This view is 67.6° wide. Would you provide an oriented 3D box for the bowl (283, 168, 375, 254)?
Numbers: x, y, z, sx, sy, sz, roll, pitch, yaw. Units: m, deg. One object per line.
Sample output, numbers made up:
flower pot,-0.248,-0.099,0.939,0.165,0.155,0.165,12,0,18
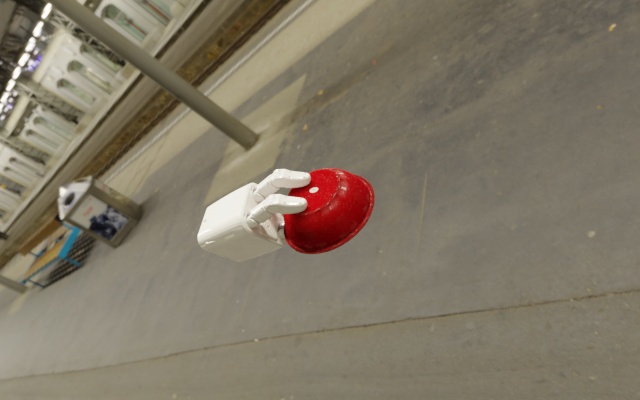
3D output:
bowl,0.001,0.002,0.743,0.162,0.162,0.055,0,-39,36
